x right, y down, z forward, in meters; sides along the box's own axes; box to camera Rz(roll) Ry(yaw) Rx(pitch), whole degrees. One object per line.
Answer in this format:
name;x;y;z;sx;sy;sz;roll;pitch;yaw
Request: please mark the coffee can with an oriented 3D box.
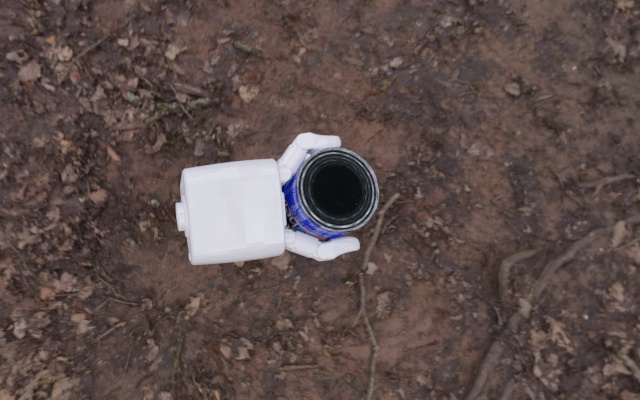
coffee can;0.000;0.002;0.618;0.103;0.102;0.140;0;-13;-18
